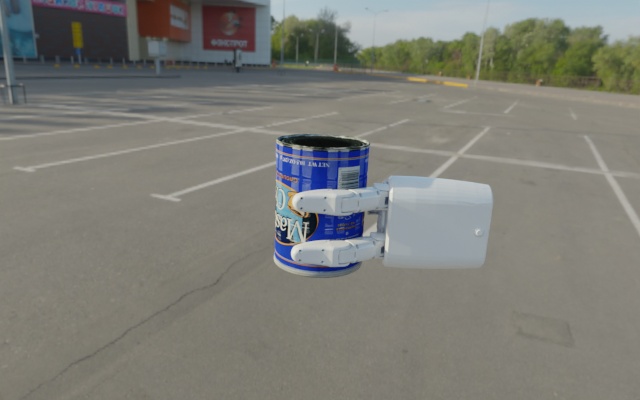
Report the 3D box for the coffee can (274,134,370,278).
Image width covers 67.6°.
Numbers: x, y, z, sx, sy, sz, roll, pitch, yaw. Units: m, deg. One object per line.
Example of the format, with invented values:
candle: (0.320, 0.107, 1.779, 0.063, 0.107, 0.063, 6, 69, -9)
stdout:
coffee can: (0.000, 0.002, 0.537, 0.103, 0.140, 0.102, 2, 16, -1)
